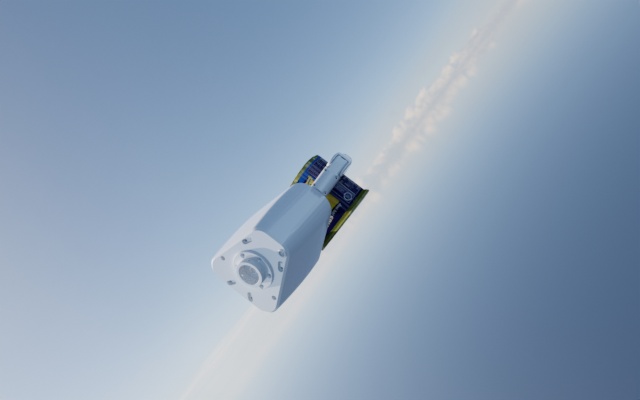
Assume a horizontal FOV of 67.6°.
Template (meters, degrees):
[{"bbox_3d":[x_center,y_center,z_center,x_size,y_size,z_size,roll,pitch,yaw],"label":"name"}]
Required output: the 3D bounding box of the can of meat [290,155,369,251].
[{"bbox_3d":[0.000,0.002,0.624,0.084,0.102,0.057,37,38,3],"label":"can of meat"}]
